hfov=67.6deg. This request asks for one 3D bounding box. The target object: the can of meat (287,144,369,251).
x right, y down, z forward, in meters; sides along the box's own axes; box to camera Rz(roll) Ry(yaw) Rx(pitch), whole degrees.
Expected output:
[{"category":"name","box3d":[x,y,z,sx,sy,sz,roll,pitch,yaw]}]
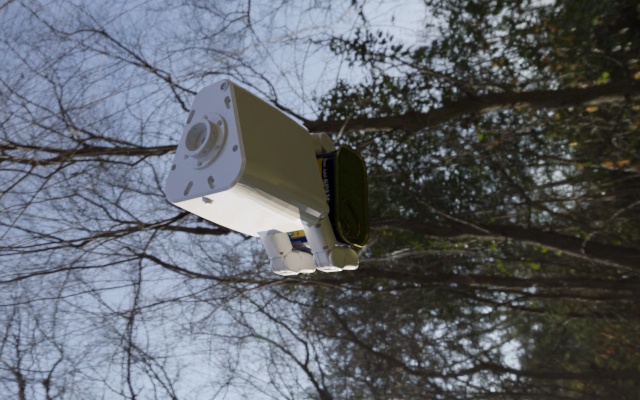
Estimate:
[{"category":"can of meat","box3d":[0.000,0.002,0.501,0.084,0.102,0.057,-12,-20,32]}]
